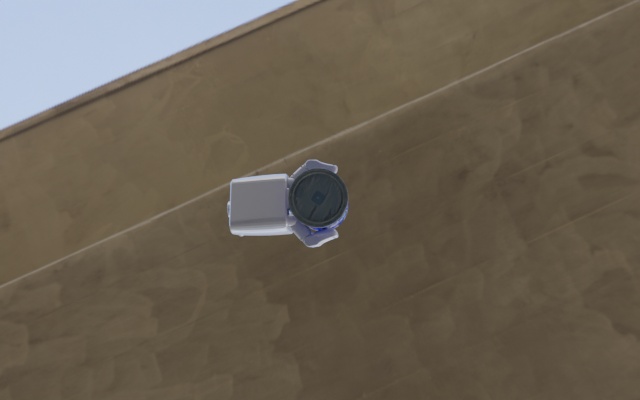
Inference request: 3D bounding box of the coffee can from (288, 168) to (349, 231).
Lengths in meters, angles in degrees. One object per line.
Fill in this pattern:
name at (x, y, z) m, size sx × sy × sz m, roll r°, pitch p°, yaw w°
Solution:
coffee can at (0.000, 0.003, 0.879) m, size 0.103 × 0.103 × 0.140 m, roll 0°, pitch -6°, yaw 4°
